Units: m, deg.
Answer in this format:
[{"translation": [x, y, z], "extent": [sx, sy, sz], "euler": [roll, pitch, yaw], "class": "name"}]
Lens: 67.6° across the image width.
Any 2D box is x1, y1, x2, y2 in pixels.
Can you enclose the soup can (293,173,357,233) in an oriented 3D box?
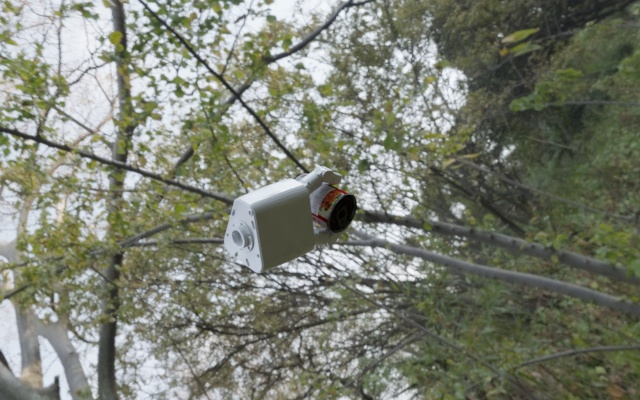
[{"translation": [0.000, 0.002, 0.792], "extent": [0.102, 0.068, 0.068], "euler": [27, 17, 35], "class": "soup can"}]
